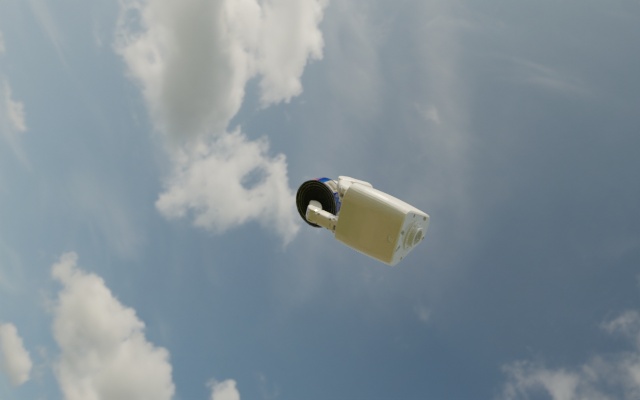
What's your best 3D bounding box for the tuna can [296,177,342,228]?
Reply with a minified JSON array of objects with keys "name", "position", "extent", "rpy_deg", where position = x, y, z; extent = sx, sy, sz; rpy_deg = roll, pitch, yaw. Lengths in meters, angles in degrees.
[{"name":"tuna can","position":[0.000,0.003,0.841],"extent":[0.086,0.086,0.033],"rpy_deg":[0,13,36]}]
